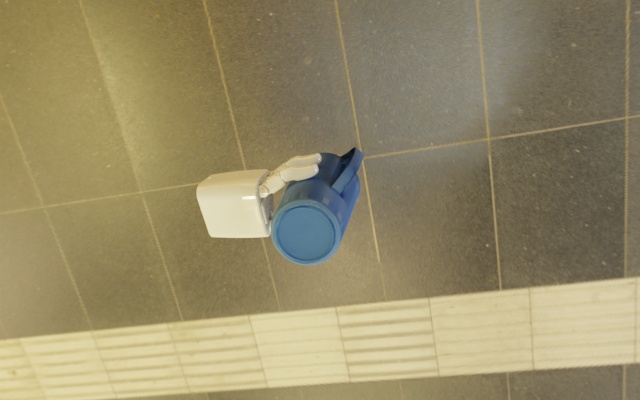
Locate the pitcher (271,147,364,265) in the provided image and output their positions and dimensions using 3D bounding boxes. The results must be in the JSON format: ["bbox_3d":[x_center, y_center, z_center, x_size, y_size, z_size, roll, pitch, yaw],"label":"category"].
[{"bbox_3d":[0.000,0.003,0.808,0.145,0.149,0.242,-1,19,9],"label":"pitcher"}]
